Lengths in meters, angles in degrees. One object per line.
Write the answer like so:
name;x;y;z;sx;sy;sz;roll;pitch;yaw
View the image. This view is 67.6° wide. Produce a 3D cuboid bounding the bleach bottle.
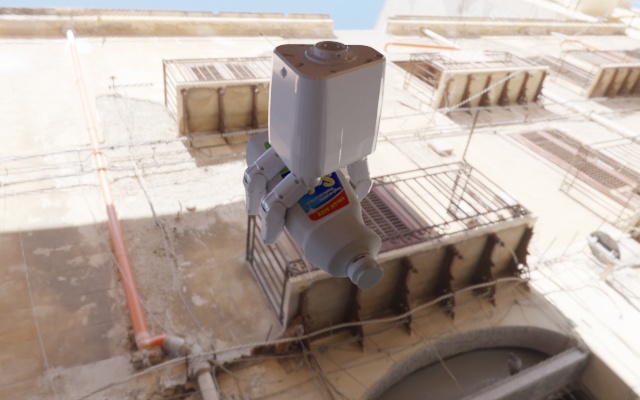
bleach bottle;0.000;0.002;0.540;0.102;0.068;0.250;-14;40;-23
